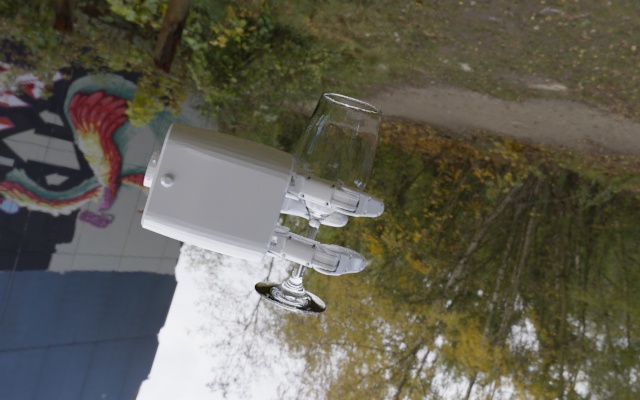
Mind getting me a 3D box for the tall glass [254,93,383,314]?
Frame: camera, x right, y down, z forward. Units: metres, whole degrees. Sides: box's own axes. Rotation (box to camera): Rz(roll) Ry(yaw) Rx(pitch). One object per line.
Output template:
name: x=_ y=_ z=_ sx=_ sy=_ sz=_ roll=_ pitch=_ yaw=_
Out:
tall glass: x=0.000 y=0.002 z=0.464 sx=0.079 sy=0.201 sz=0.079 roll=18 pitch=5 yaw=-1
